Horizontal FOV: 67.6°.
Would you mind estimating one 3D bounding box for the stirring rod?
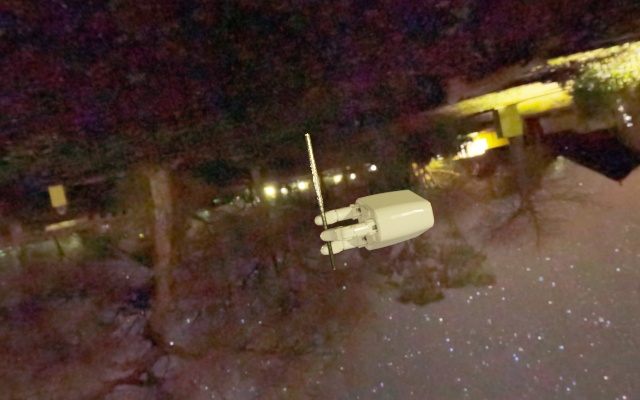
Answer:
[{"bbox_3d":[0.000,0.003,0.837,0.011,0.239,0.011,-12,2,0],"label":"stirring rod"}]
